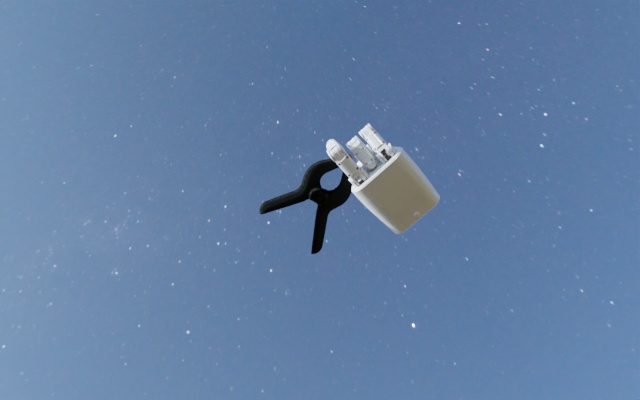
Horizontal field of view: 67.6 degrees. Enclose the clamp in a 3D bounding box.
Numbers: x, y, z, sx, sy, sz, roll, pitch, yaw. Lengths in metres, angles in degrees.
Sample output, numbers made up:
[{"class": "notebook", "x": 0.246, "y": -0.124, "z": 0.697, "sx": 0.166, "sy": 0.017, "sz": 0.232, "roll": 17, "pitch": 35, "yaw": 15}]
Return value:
[{"class": "clamp", "x": 0.000, "y": 0.002, "z": 0.762, "sx": 0.171, "sy": 0.120, "sz": 0.039, "roll": -40, "pitch": 15, "yaw": 14}]
